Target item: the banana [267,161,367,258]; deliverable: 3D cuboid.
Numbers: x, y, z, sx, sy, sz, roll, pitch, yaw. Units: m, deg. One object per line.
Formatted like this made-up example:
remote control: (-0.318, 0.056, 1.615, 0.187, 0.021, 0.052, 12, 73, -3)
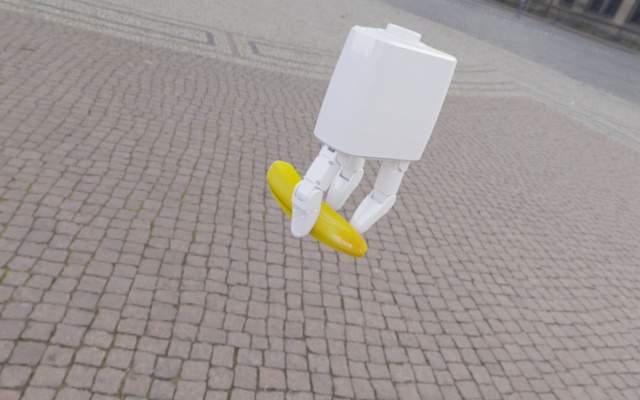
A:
banana: (-0.017, -0.002, 0.535, 0.069, 0.037, 0.197, 8, 25, -30)
